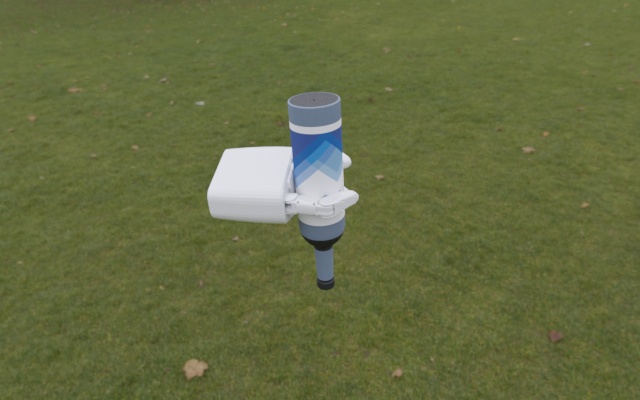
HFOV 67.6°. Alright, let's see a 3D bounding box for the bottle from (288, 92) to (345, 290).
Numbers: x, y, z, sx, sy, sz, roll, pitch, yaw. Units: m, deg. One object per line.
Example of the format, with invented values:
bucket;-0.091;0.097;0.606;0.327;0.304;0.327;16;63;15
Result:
bottle;0.000;0.002;0.668;0.069;0.296;0.069;-3;29;2
